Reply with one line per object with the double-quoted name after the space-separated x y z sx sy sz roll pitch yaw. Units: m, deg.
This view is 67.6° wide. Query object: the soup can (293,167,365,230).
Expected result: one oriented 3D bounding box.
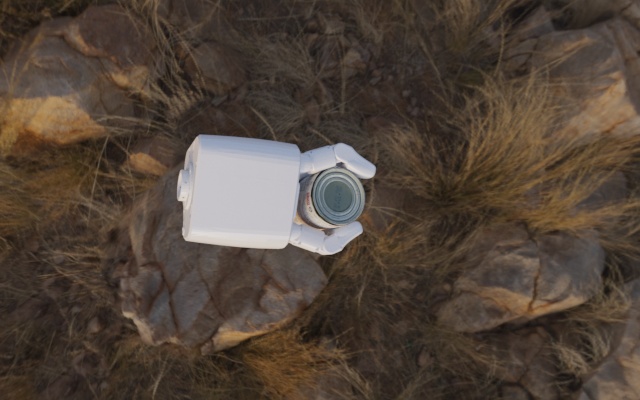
0.001 0.002 0.569 0.068 0.068 0.102 0 -8 -24 "soup can"
